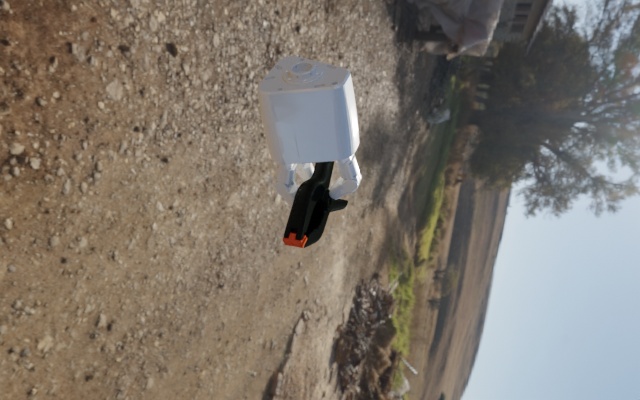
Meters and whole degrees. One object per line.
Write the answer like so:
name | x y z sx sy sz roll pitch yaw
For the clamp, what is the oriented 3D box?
clamp | 0.001 0.003 0.710 0.036 0.165 0.209 7 46 20
